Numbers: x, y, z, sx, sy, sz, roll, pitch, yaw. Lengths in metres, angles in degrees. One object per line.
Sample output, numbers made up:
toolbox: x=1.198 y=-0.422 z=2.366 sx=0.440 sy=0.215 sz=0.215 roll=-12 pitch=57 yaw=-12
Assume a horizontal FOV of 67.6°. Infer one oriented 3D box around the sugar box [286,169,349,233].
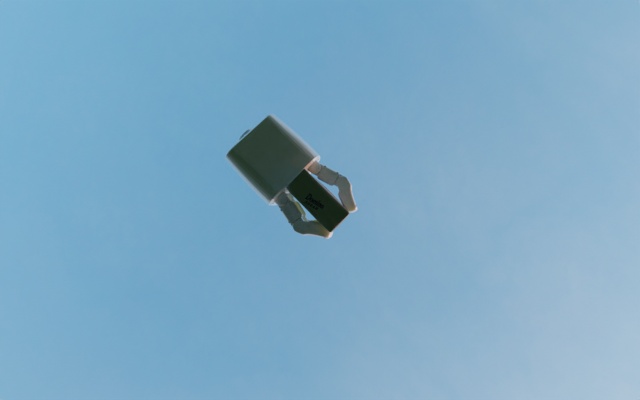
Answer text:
sugar box: x=0.000 y=0.003 z=0.748 sx=0.093 sy=0.048 sz=0.176 roll=45 pitch=4 yaw=4
